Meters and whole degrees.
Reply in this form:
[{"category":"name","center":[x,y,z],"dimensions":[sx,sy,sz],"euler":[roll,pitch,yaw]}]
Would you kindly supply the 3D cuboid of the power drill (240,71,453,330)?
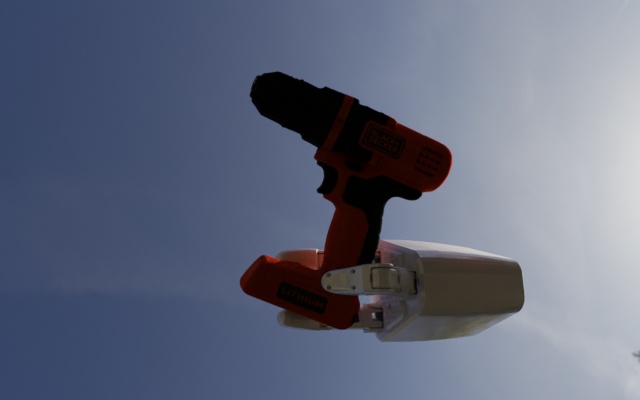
[{"category":"power drill","center":[0.000,0.002,0.412],"dimensions":[0.184,0.187,0.057],"euler":[23,3,-4]}]
